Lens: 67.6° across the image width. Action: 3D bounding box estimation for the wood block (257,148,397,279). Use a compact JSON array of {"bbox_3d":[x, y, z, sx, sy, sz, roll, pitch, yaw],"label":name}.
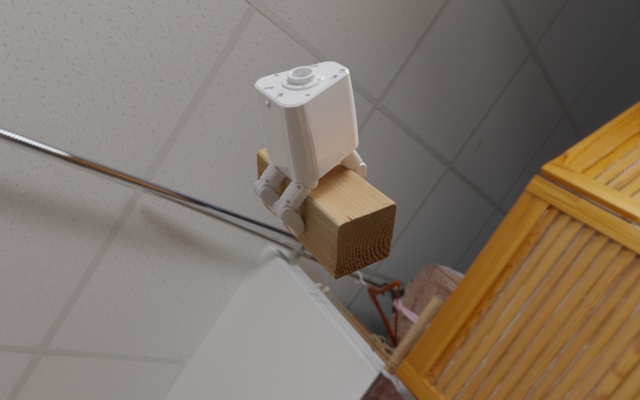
[{"bbox_3d":[0.000,0.002,0.659,0.091,0.090,0.206,-19,40,-28],"label":"wood block"}]
